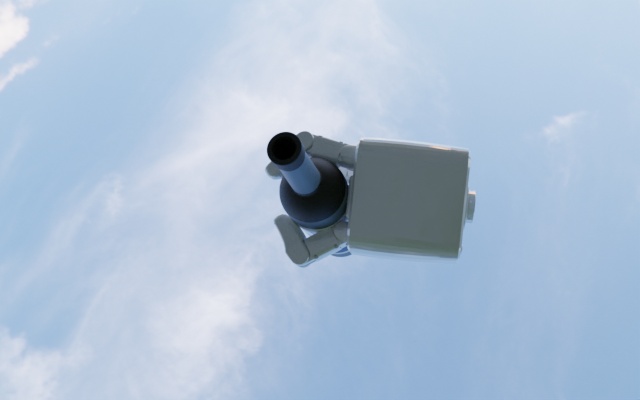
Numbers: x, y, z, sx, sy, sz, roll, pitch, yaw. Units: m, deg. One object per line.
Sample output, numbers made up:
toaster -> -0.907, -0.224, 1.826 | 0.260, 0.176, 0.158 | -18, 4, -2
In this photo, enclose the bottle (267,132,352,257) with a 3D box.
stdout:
bottle -> 0.000, 0.002, 0.495 | 0.069, 0.069, 0.296 | 0, -16, 11
